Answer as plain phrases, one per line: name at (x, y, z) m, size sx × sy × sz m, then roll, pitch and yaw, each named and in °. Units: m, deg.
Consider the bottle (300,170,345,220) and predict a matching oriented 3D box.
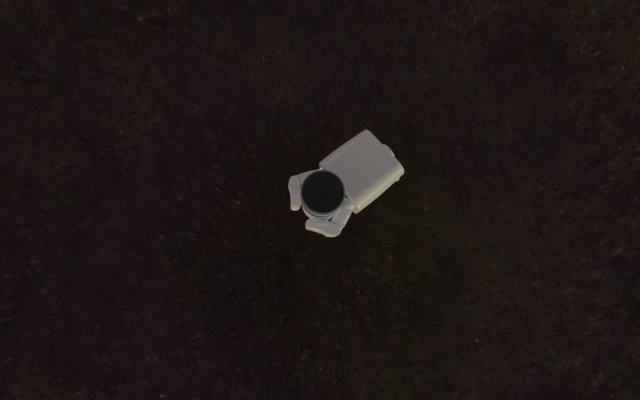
bottle at (0.000, 0.003, 0.850) m, size 0.069 × 0.069 × 0.296 m, roll 0°, pitch -6°, yaw -1°
